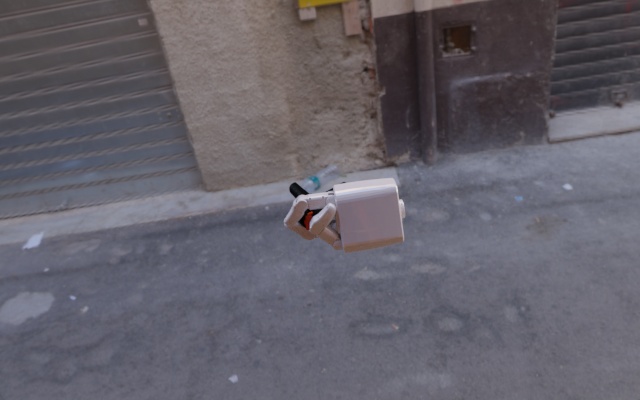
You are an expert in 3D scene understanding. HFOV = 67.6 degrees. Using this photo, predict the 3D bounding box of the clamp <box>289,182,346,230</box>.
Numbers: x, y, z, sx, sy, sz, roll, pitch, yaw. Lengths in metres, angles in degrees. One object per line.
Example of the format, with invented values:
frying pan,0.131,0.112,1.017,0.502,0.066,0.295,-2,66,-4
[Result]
clamp,0.000,0.002,0.893,0.120,0.039,0.171,-9,27,2
